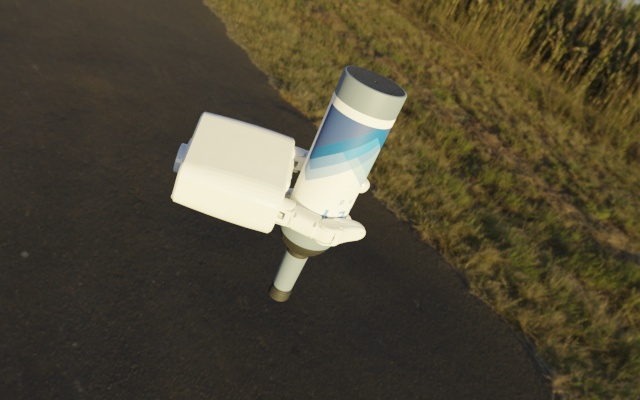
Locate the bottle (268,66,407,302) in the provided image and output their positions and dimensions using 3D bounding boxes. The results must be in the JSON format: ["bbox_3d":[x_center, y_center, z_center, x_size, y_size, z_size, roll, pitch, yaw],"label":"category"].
[{"bbox_3d":[0.000,0.002,0.531,0.069,0.296,0.069,18,30,-11],"label":"bottle"}]
